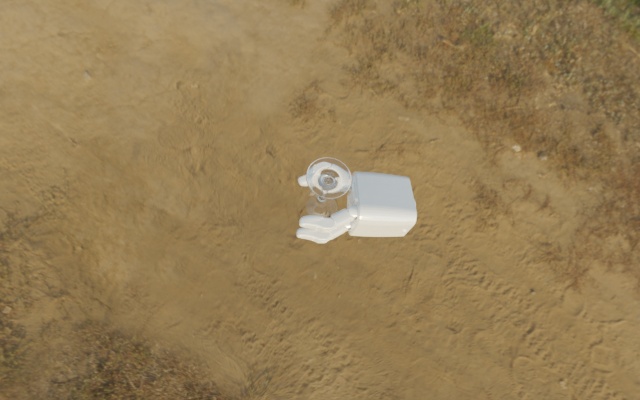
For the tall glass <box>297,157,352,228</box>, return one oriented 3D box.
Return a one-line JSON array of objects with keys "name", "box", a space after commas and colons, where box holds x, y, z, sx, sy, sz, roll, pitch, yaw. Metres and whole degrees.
[{"name": "tall glass", "box": [0.000, 0.002, 0.852, 0.079, 0.079, 0.201, 0, -23, -9]}]
